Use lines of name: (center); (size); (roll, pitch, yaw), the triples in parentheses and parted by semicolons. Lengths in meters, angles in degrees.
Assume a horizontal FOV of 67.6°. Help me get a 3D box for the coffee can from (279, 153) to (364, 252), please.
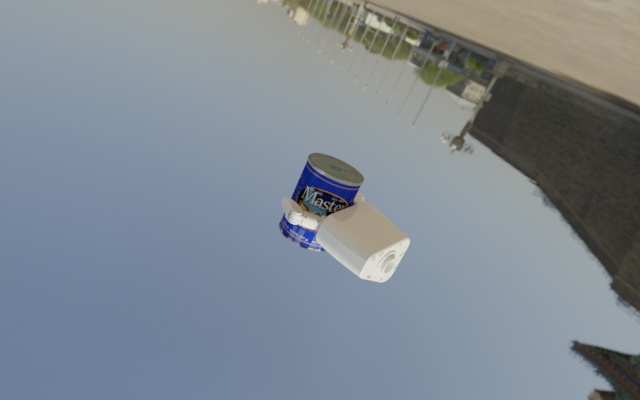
coffee can: (0.000, 0.002, 0.830); (0.103, 0.140, 0.102); (21, 22, -9)
